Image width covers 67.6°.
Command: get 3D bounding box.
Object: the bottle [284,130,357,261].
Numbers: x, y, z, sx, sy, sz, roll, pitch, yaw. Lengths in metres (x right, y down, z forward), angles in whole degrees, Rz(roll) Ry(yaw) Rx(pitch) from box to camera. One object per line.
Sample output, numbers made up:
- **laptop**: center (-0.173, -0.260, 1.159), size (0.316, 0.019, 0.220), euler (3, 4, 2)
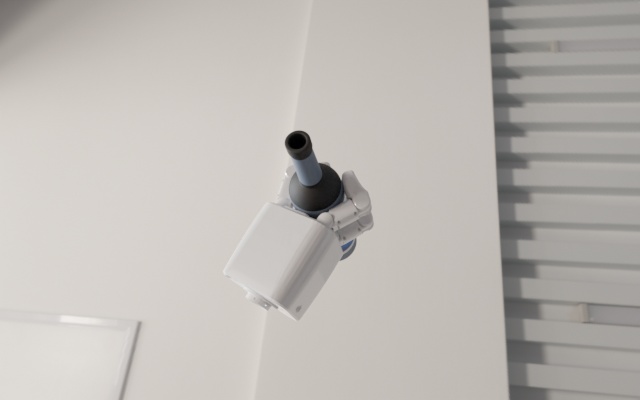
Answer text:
- **bottle**: center (0.000, 0.002, 0.616), size (0.069, 0.069, 0.296), euler (0, -25, 10)
